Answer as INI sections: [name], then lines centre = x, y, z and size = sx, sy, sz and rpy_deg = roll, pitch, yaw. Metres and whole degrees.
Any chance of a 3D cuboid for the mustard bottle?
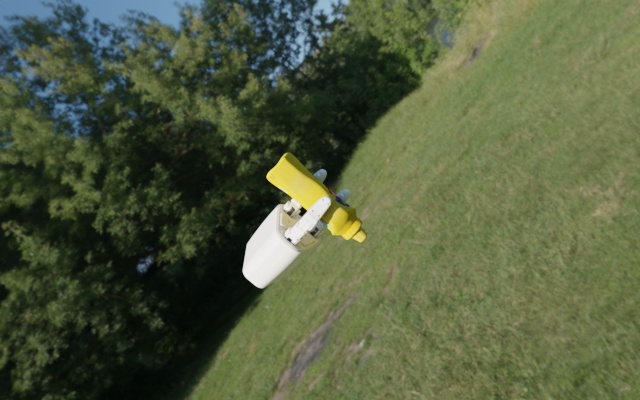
[mustard bottle]
centre = 0.000, 0.002, 0.793
size = 0.191, 0.058, 0.096
rpy_deg = 41, -2, -5
